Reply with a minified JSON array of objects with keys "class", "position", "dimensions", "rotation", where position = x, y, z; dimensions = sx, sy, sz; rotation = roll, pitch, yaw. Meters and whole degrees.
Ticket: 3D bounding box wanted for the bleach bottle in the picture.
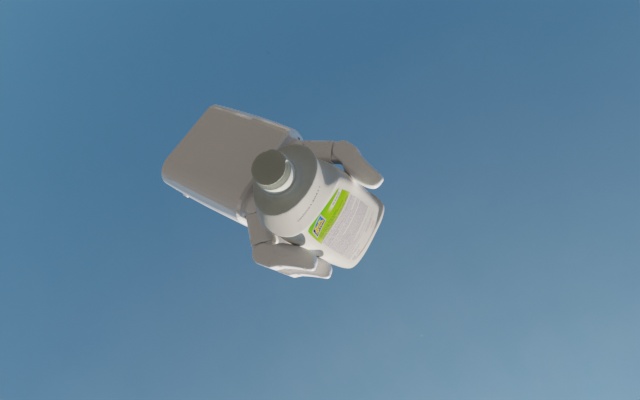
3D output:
[{"class":"bleach bottle","position":[0.000,0.002,0.474],"dimensions":[0.068,0.102,0.251],"rotation":[23,-8,22]}]
